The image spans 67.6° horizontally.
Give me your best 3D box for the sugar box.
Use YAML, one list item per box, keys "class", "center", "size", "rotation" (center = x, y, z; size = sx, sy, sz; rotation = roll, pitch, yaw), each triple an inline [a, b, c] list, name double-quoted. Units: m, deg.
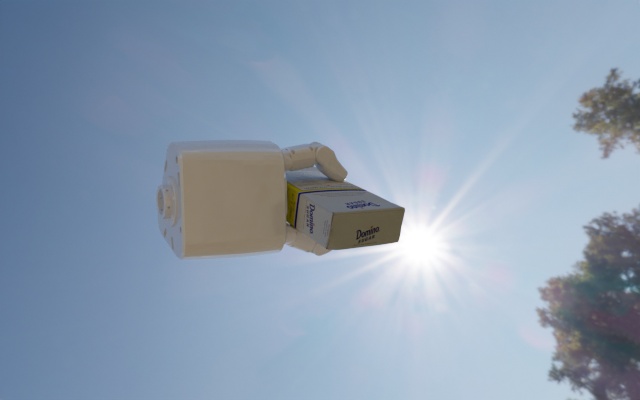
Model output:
- class: "sugar box"
  center: [0.000, 0.002, 0.532]
  size: [0.093, 0.048, 0.176]
  rotation: [-3, 22, -33]
